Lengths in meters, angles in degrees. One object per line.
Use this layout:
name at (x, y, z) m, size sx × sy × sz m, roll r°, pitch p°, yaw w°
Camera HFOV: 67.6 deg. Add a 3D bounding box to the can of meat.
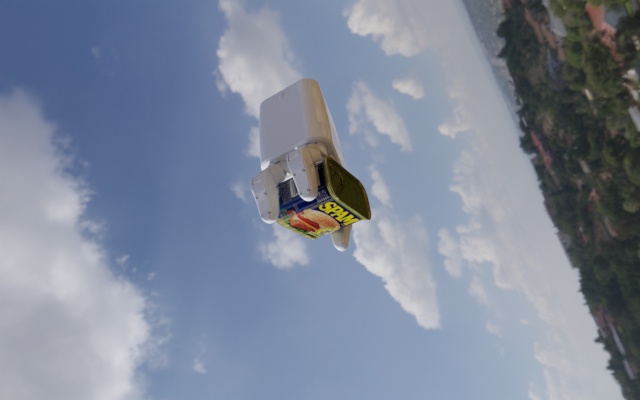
can of meat at (0.000, 0.002, 0.576) m, size 0.084 × 0.057 × 0.102 m, roll -24°, pitch -31°, yaw 24°
